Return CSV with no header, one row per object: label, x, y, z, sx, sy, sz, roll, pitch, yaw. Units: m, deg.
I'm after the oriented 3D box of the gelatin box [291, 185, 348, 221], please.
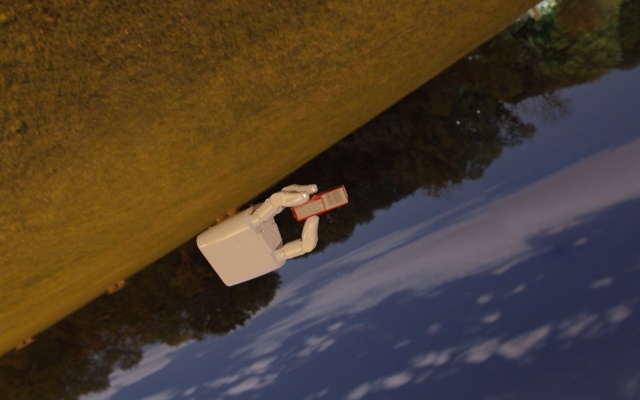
gelatin box,0.001,0.003,0.781,0.089,0.030,0.073,-21,3,5
